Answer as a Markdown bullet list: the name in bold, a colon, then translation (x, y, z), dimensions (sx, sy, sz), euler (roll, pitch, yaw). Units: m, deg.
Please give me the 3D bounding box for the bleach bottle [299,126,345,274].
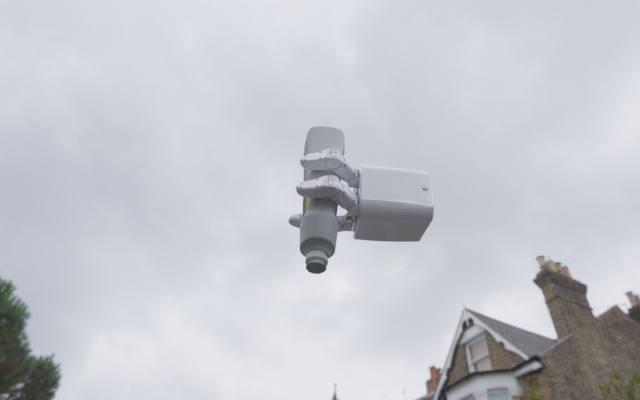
- **bleach bottle**: translation (0.000, 0.002, 0.720), dimensions (0.068, 0.250, 0.103), euler (5, -42, -1)
